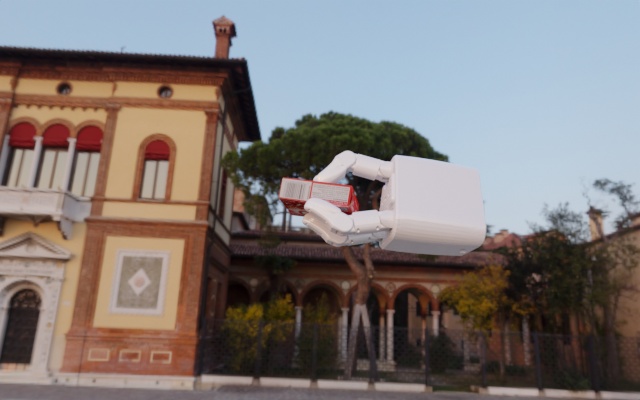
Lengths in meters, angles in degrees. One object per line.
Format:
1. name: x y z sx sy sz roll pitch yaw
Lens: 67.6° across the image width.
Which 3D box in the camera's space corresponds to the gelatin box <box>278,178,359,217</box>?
1. gelatin box: 0.000 0.001 0.591 0.089 0.030 0.073 8 -16 12
